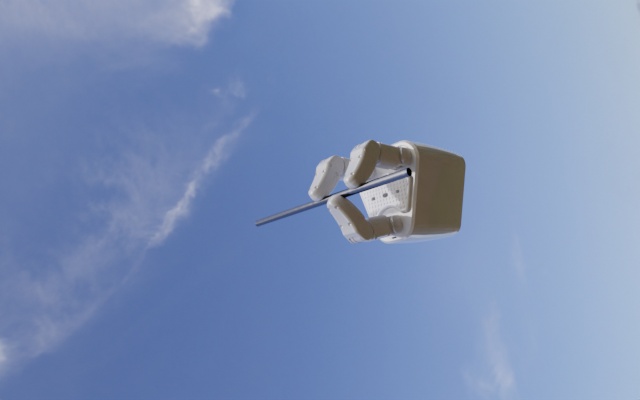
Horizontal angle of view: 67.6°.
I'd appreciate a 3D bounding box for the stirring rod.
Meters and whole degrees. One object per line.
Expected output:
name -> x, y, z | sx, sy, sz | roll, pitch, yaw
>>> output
stirring rod -> 0.000, 0.002, 0.511 | 0.011, 0.011, 0.239 | 0, -13, -42
